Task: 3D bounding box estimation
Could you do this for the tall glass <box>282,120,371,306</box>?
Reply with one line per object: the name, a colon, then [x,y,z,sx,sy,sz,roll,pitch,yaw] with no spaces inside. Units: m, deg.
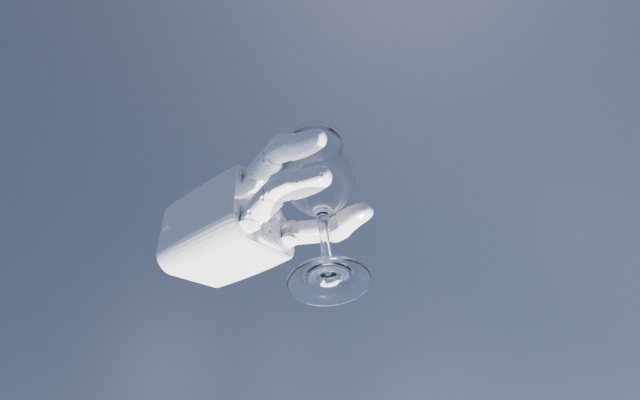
tall glass: [0.000,0.002,0.486,0.079,0.200,0.079,-3,-44,-3]
